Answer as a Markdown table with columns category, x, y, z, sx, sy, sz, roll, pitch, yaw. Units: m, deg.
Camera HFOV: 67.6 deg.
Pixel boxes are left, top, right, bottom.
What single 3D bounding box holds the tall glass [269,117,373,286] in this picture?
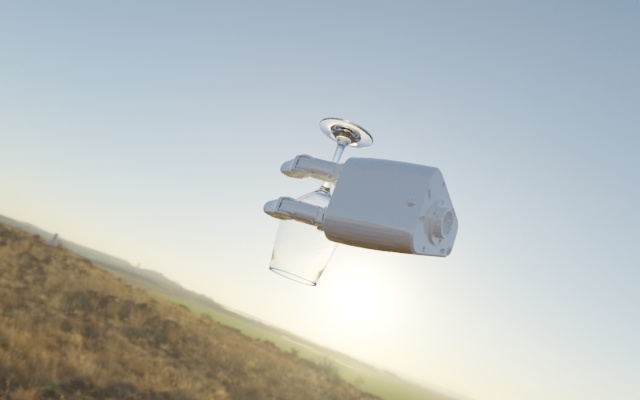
| category | x | y | z | sx | sy | sz | roll | pitch | yaw |
| --- | --- | --- | --- | --- | --- | --- | --- | --- | --- |
| tall glass | 0.000 | 0.001 | 0.596 | 0.079 | 0.201 | 0.079 | 19 | -15 | 5 |
